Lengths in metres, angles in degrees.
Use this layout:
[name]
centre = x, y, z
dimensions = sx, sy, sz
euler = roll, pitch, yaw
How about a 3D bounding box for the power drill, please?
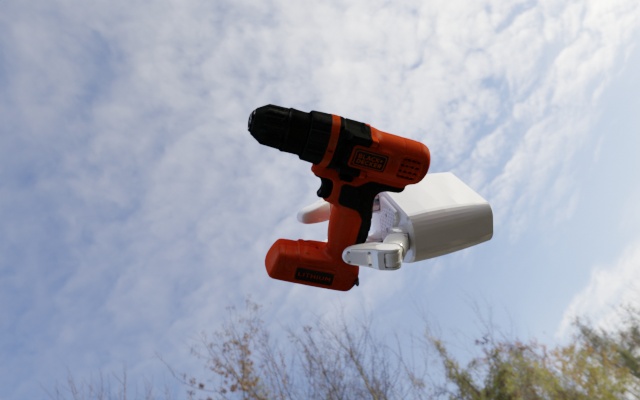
[power drill]
centre = 0.000, 0.002, 0.497
dimensions = 0.184, 0.188, 0.057
euler = 14, 29, -12
